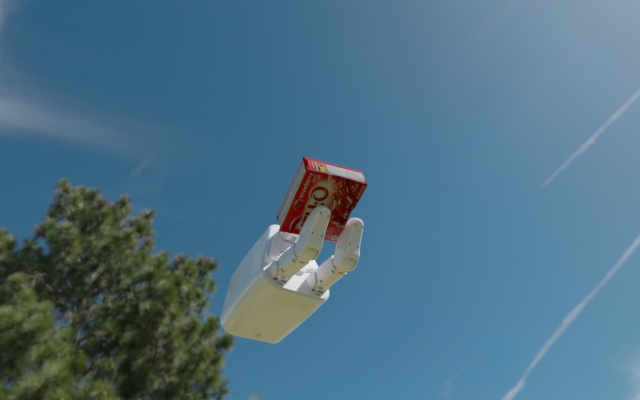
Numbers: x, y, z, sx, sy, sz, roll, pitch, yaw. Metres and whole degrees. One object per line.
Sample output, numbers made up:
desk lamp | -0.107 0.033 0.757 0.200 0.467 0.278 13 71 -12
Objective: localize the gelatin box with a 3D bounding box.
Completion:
gelatin box | 0.000 0.001 0.534 0.073 0.089 0.030 13 33 -22
